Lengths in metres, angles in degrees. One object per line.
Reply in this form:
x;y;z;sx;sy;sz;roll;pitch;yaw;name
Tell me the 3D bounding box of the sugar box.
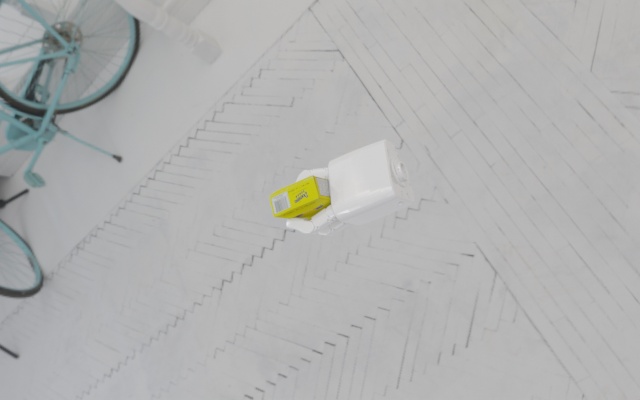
0.000;0.003;0.827;0.093;0.048;0.176;-22;-19;27;sugar box
